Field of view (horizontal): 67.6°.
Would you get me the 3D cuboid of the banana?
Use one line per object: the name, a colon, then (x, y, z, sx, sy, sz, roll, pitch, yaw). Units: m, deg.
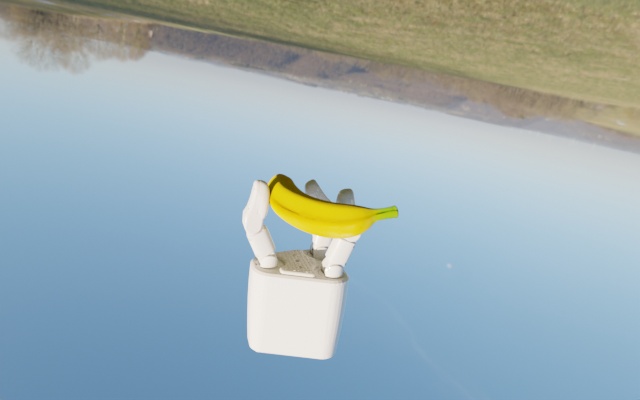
banana: (-0.012, 0.006, 0.515, 0.069, 0.037, 0.197, -13, 22, -39)
